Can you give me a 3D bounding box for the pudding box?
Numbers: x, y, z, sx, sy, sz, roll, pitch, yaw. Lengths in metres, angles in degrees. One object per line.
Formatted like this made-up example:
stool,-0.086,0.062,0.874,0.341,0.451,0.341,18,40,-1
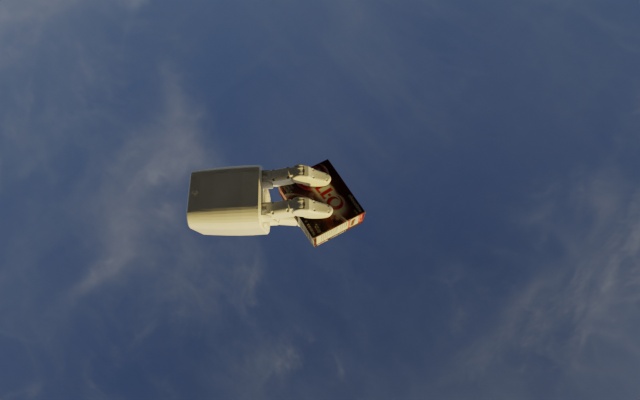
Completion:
pudding box,0.000,0.002,0.722,0.090,0.113,0.039,-27,-24,-15
